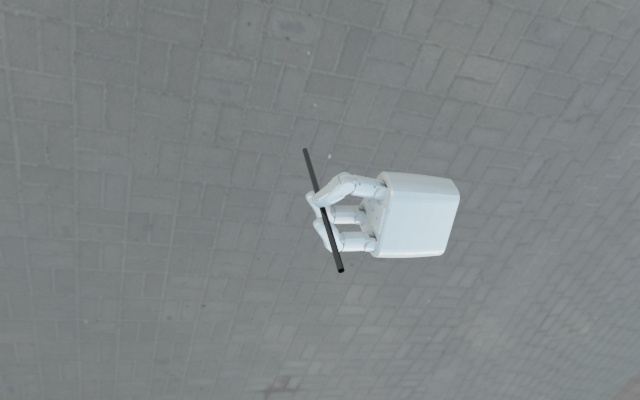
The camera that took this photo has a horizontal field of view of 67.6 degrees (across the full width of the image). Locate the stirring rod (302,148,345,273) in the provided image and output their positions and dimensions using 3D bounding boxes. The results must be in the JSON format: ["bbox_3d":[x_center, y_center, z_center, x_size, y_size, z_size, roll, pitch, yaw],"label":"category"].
[{"bbox_3d":[0.000,0.002,0.633,0.011,0.011,0.239,0,41,-15],"label":"stirring rod"}]
